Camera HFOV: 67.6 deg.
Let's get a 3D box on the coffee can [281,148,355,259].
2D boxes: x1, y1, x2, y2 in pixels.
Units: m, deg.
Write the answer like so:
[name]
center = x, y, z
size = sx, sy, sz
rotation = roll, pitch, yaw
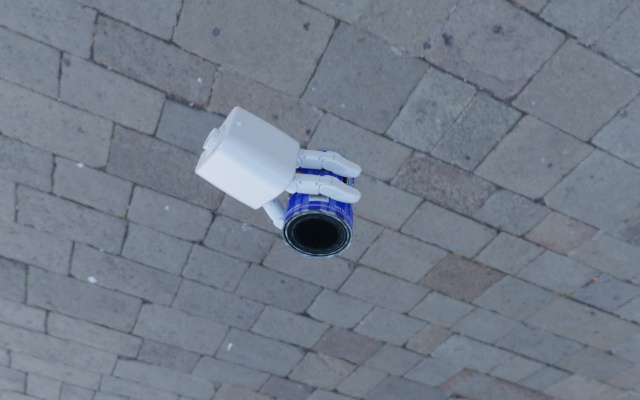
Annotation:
[coffee can]
center = 0.000, 0.002, 0.727
size = 0.103, 0.103, 0.140
rotation = 0, 43, 6
